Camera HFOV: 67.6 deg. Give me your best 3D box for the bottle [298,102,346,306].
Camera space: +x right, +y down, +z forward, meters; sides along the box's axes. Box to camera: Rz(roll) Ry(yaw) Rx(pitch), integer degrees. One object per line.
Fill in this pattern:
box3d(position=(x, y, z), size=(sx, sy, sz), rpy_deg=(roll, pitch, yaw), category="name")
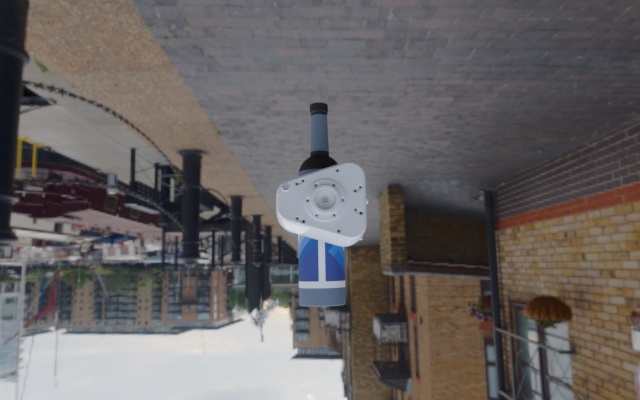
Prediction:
box3d(position=(0.000, 0.003, 0.700), size=(0.069, 0.295, 0.069), rpy_deg=(-1, -8, 0), category="bottle")
